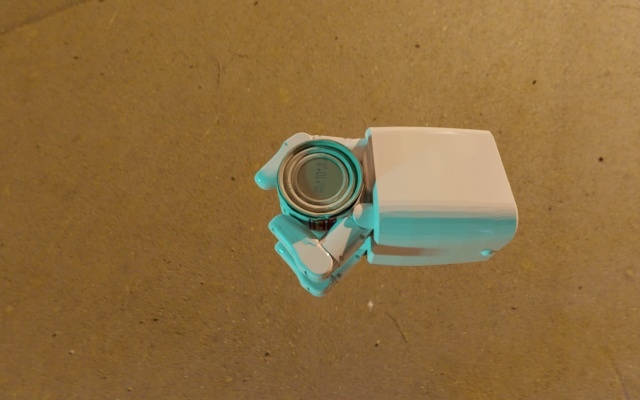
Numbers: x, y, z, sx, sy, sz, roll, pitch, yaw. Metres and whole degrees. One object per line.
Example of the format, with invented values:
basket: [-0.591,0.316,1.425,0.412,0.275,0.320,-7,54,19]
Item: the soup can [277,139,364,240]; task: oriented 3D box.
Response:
soup can: [0.000,0.001,0.402,0.068,0.068,0.102,0,-22,0]
